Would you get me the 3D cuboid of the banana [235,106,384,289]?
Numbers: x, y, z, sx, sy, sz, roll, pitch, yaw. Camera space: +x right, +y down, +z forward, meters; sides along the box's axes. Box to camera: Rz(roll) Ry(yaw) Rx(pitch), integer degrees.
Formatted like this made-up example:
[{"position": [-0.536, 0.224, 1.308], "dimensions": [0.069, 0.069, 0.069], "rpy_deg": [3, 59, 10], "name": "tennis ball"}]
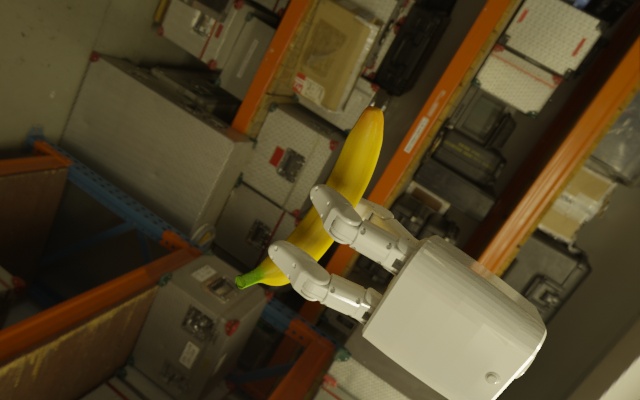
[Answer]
[{"position": [0.004, 0.008, 0.435], "dimensions": [0.037, 0.198, 0.070], "rpy_deg": [37, 3, 22], "name": "banana"}]
